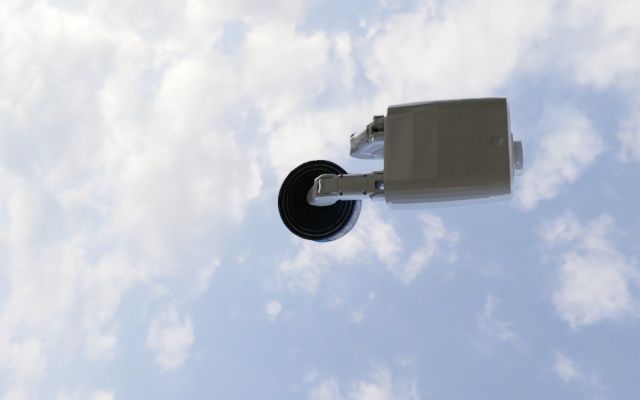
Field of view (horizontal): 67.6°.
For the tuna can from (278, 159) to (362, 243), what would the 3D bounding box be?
[{"bbox_3d":[0.000,0.002,0.509,0.086,0.086,0.034,0,-10,18],"label":"tuna can"}]
